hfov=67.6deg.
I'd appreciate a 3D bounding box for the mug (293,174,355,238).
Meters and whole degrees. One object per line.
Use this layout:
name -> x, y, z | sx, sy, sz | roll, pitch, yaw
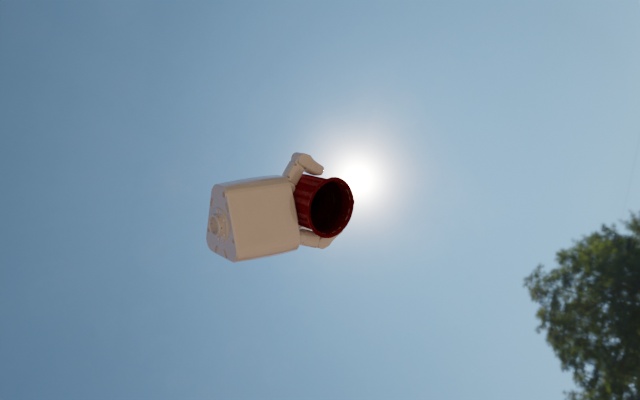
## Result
mug -> 0.001, 0.002, 0.747 | 0.117, 0.093, 0.081 | -8, 16, -40
